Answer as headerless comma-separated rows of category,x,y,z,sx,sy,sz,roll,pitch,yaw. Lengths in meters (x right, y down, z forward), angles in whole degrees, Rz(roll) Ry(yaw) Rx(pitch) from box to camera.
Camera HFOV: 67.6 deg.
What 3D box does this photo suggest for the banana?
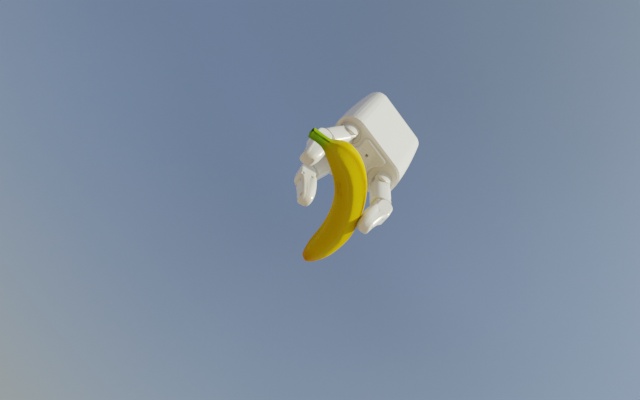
banana,0.018,0.004,0.562,0.069,0.198,0.037,16,39,14
